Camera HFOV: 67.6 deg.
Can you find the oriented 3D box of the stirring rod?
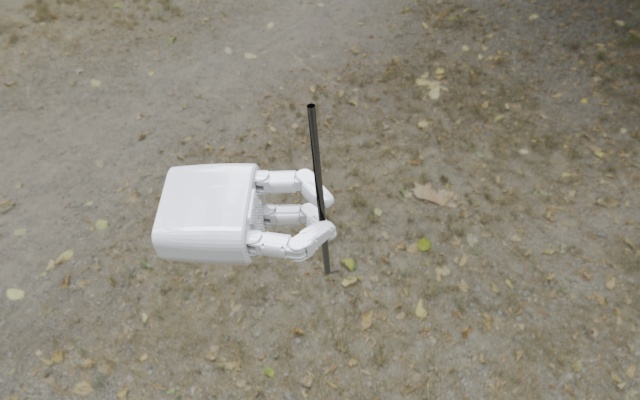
[{"bbox_3d":[0.000,0.002,0.515,0.011,0.240,0.011,-3,43,3],"label":"stirring rod"}]
